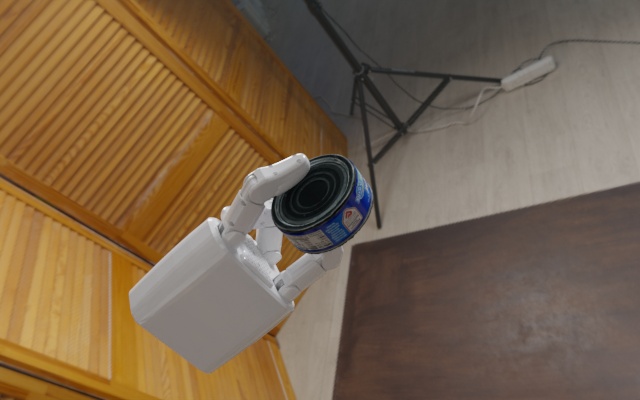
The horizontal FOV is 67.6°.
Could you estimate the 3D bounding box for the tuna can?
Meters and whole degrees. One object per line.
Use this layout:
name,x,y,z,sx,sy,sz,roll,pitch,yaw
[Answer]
tuna can,0.000,0.001,0.412,0.086,0.086,0.034,0,-37,39
